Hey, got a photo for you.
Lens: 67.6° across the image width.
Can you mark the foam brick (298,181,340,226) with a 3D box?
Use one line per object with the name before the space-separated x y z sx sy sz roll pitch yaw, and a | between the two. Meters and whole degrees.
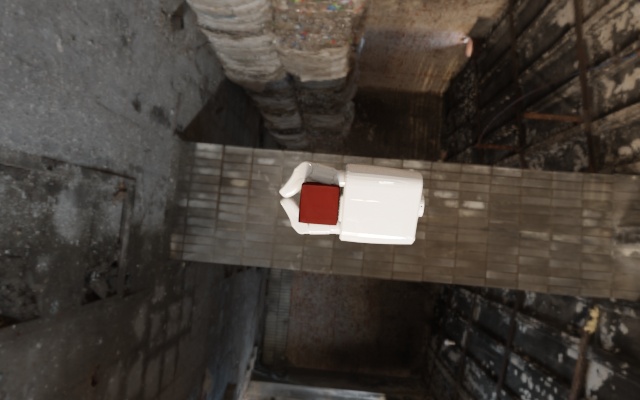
foam brick | 0.000 0.002 0.655 0.051 0.053 0.078 5 6 3
